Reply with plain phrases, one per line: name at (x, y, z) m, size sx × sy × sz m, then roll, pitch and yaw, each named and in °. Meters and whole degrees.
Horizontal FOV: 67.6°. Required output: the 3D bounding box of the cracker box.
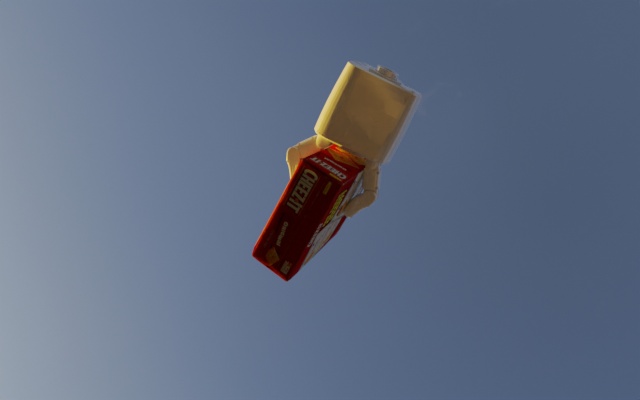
cracker box at (0.000, 0.002, 0.711) m, size 0.072 × 0.164 × 0.213 m, roll 33°, pitch 22°, yaw 10°
